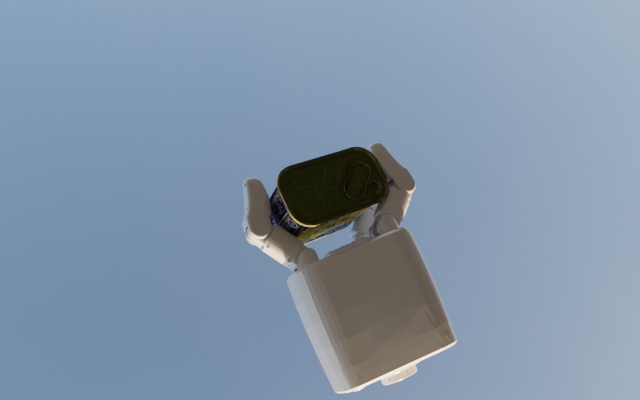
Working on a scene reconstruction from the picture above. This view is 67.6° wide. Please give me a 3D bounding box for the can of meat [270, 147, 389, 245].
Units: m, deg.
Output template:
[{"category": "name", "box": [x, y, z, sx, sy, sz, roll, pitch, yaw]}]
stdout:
[{"category": "can of meat", "box": [0.000, 0.002, 0.449, 0.102, 0.057, 0.084, -19, -15, -26]}]
